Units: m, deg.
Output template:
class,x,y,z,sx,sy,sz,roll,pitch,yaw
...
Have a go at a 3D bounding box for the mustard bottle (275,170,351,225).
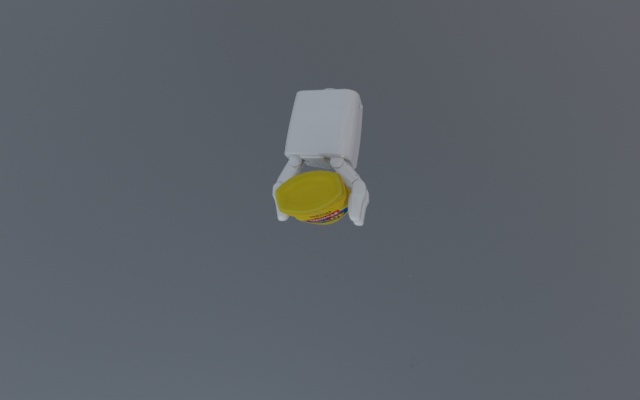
class,x,y,z,sx,sy,sz,roll,pitch,yaw
mustard bottle,0.000,0.003,0.740,0.096,0.058,0.192,-17,-11,8
